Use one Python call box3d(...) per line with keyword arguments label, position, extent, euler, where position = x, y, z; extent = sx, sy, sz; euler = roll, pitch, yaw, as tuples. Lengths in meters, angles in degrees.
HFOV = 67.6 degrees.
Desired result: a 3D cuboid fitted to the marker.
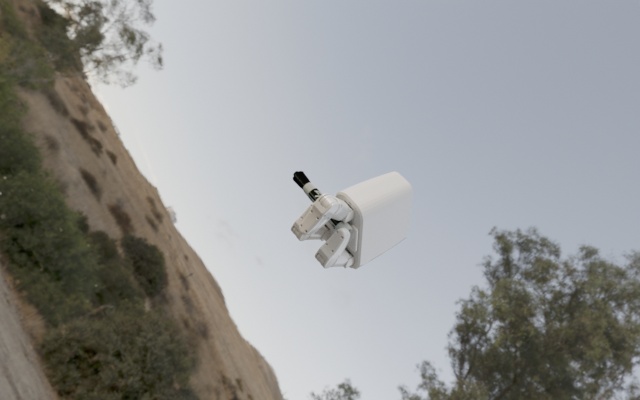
box3d(label="marker", position=(0.000, 0.002, 0.653), extent=(0.020, 0.020, 0.121), euler=(0, 43, -53))
